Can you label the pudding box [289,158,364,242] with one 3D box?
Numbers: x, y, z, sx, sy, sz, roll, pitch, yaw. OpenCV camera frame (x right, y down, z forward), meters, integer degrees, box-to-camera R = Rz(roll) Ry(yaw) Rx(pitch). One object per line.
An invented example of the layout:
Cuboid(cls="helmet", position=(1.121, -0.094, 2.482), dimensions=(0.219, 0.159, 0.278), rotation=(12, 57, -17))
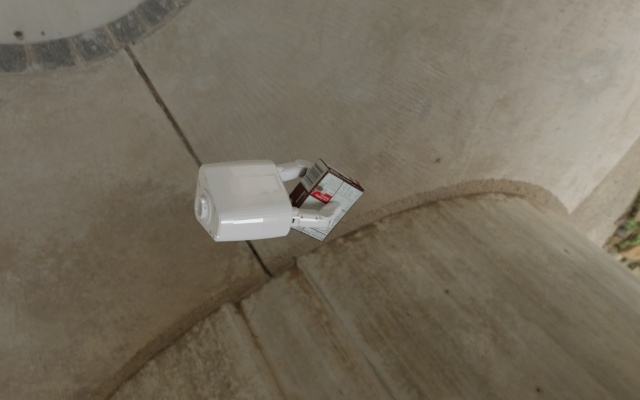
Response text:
Cuboid(cls="pudding box", position=(0.000, 0.003, 0.742), dimensions=(0.090, 0.113, 0.039), rotation=(27, 19, -42))
